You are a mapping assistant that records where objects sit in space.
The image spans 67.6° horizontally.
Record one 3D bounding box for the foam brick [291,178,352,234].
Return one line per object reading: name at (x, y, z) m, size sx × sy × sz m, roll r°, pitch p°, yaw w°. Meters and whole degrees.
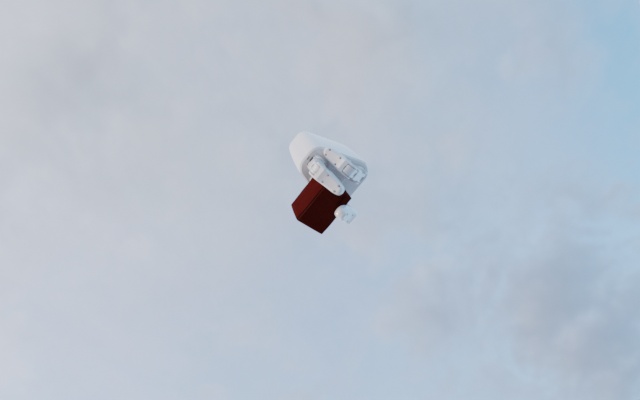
foam brick at (0.000, 0.003, 0.751) m, size 0.053 × 0.078 × 0.051 m, roll 34°, pitch 11°, yaw -28°
